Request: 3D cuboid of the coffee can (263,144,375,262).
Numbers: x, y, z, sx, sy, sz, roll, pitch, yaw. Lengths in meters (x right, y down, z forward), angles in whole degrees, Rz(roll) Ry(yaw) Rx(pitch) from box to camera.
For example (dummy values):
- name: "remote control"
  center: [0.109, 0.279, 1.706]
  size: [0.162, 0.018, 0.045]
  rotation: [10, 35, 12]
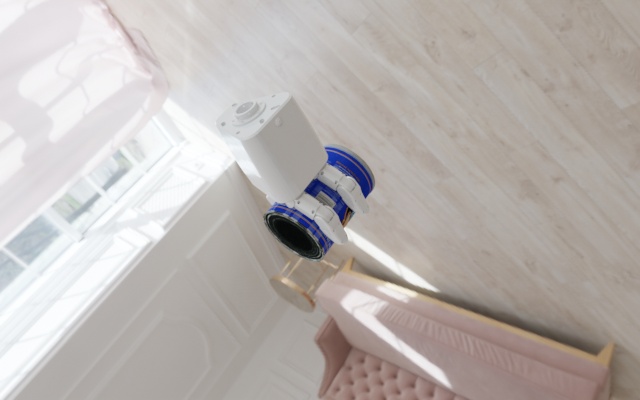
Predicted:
- name: "coffee can"
  center: [0.000, 0.002, 0.689]
  size: [0.103, 0.140, 0.103]
  rotation: [29, -27, 17]
